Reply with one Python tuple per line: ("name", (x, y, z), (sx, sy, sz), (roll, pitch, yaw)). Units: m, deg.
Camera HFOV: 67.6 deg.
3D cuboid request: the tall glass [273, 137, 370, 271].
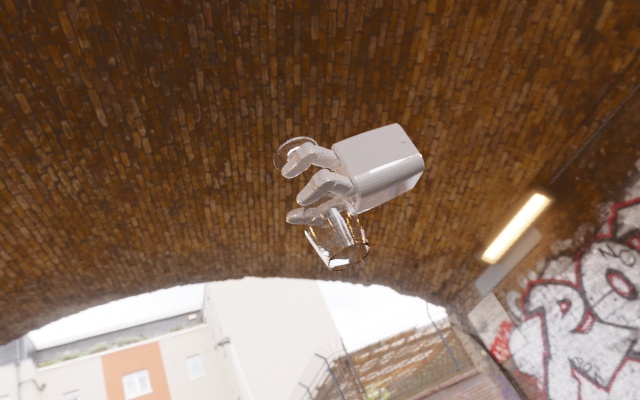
("tall glass", (0.000, 0.002, 0.690), (0.079, 0.201, 0.079), (-19, -34, -13))
